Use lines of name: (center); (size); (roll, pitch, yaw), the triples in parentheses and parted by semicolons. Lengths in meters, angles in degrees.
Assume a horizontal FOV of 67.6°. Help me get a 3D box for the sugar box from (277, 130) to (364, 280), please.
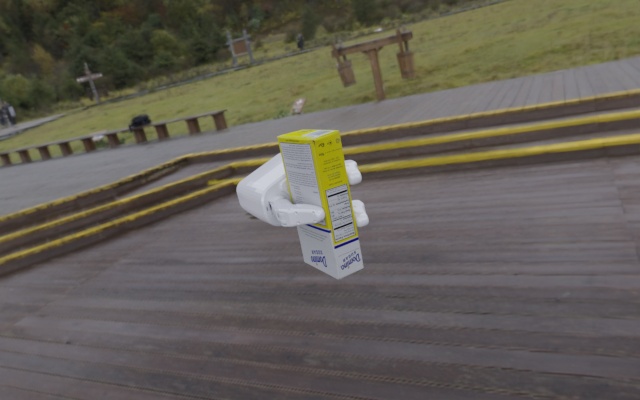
sugar box: (0.000, 0.002, 0.598); (0.048, 0.176, 0.093); (-22, 19, -26)
